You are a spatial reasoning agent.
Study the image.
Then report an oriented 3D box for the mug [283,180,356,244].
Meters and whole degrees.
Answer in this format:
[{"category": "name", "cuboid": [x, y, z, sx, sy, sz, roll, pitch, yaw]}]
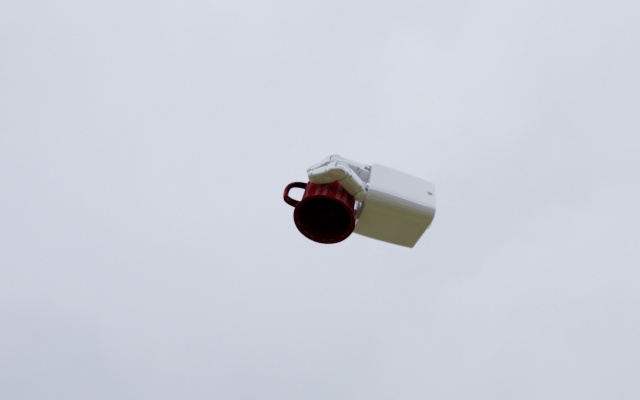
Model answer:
[{"category": "mug", "cuboid": [-0.001, 0.002, 0.730, 0.117, 0.093, 0.081, 17, 38, -1]}]
